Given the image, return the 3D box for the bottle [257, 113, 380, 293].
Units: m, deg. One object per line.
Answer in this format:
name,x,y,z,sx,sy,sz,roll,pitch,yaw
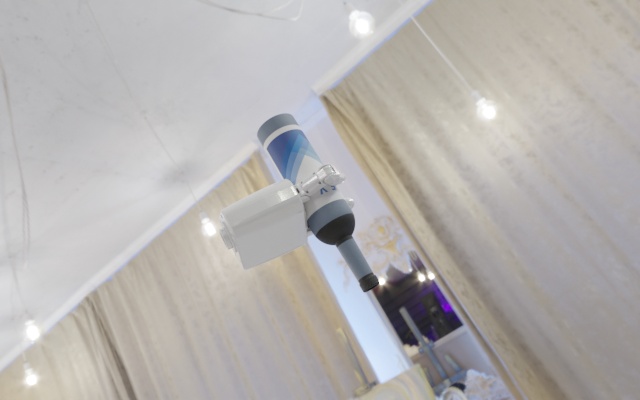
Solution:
bottle,0.000,0.002,0.711,0.069,0.295,0.069,-27,-20,-11
